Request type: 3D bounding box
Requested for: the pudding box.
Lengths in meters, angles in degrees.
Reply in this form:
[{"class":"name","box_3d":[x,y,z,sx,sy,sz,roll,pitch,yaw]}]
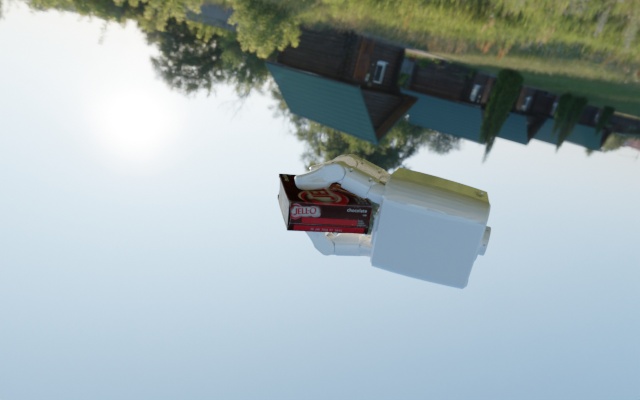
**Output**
[{"class":"pudding box","box_3d":[0.000,0.002,0.546,0.090,0.039,0.113,4,15,-13]}]
